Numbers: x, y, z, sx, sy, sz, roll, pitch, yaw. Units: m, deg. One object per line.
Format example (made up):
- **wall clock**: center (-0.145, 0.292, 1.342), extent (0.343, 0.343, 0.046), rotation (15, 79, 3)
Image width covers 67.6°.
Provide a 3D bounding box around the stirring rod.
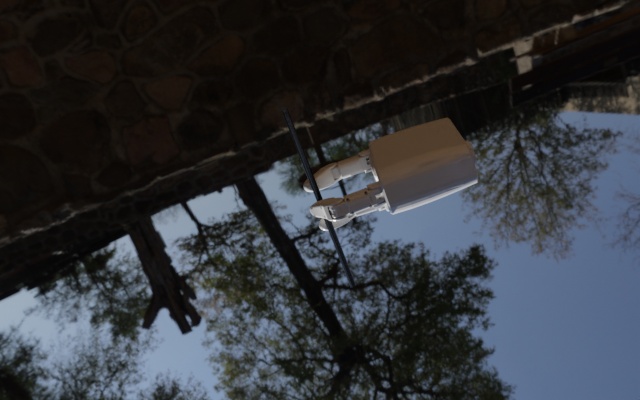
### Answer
- **stirring rod**: center (0.000, 0.002, 0.592), extent (0.011, 0.239, 0.011), rotation (-20, 13, 5)
